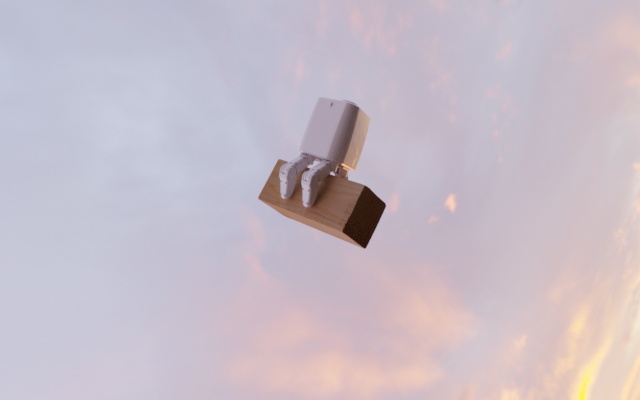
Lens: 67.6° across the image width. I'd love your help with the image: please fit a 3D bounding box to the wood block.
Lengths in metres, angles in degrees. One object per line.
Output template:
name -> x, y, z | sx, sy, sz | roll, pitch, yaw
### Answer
wood block -> 0.000, 0.003, 0.865 | 0.206, 0.090, 0.091 | 20, -11, 39
